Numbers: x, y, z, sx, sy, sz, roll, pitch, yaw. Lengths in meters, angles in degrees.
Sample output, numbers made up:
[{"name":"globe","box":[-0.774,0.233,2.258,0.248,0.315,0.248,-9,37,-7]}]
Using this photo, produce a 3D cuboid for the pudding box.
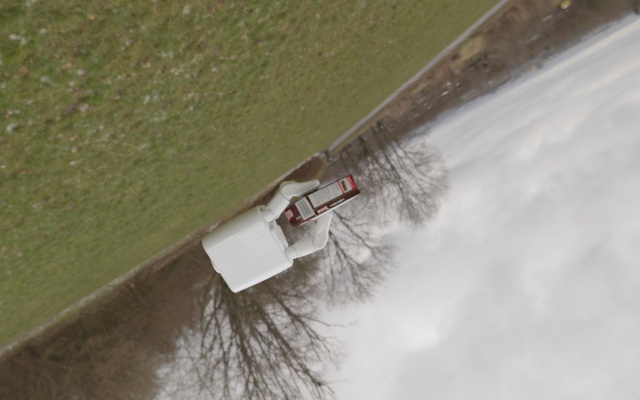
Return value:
[{"name":"pudding box","box":[0.000,0.003,0.772,0.090,0.039,0.113,-27,1,-25]}]
